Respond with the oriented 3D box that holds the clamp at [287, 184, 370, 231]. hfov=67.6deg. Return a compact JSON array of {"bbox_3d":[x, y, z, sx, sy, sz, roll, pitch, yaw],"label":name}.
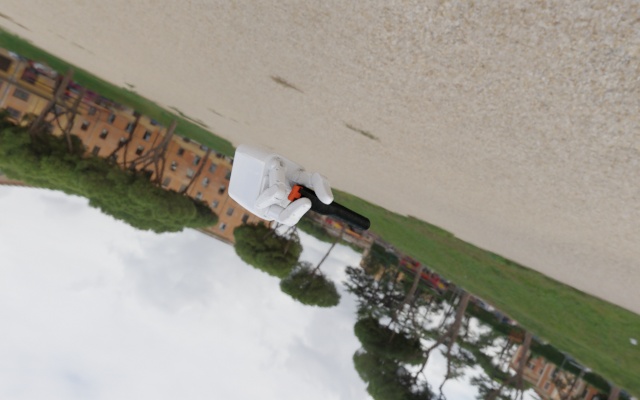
[{"bbox_3d":[0.000,0.003,0.837,0.171,0.039,0.120,26,0,-42],"label":"clamp"}]
